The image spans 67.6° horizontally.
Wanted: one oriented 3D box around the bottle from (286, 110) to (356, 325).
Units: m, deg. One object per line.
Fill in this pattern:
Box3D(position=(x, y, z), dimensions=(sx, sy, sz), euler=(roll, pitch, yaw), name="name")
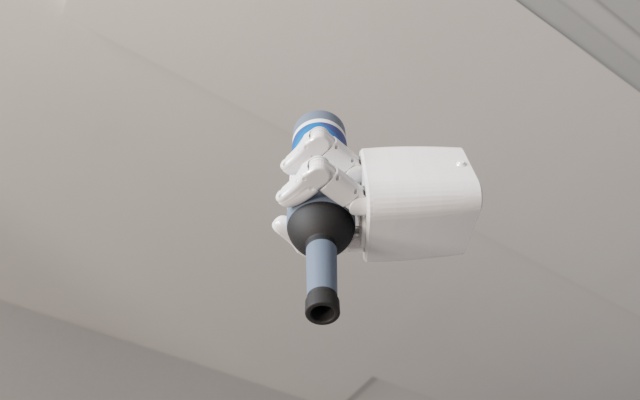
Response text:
Box3D(position=(0.000, 0.001, 0.487), dimensions=(0.069, 0.069, 0.295), euler=(0, 36, -1), name="bottle")
